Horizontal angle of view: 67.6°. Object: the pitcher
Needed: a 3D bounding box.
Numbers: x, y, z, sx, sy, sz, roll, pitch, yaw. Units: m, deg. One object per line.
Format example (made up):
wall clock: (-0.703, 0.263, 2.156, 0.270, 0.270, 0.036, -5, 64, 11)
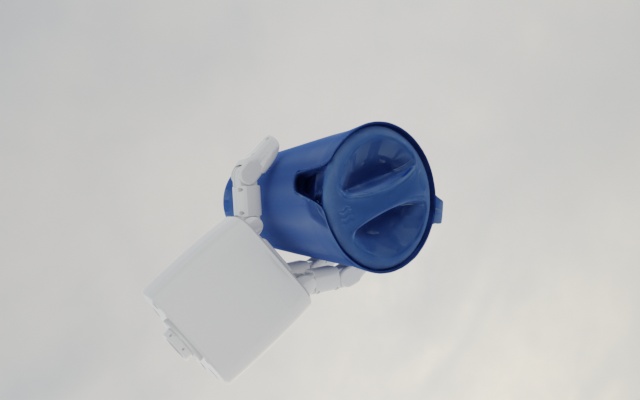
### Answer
pitcher: (0.000, 0.002, 0.517, 0.145, 0.149, 0.243, -43, 22, -27)
